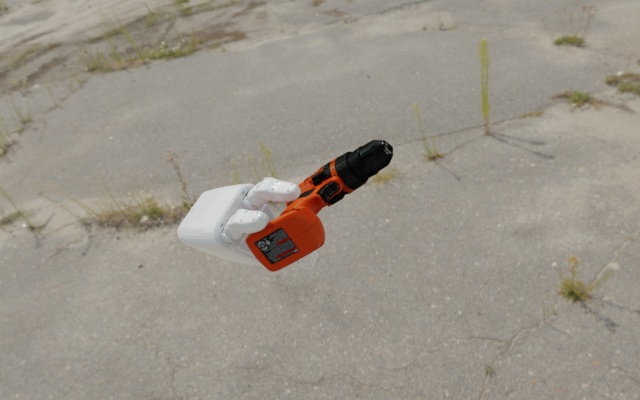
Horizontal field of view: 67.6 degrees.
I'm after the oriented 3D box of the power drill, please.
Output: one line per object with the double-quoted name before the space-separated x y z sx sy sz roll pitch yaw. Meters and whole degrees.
"power drill" 0.000 0.002 0.612 0.184 0.057 0.187 -33 10 34
